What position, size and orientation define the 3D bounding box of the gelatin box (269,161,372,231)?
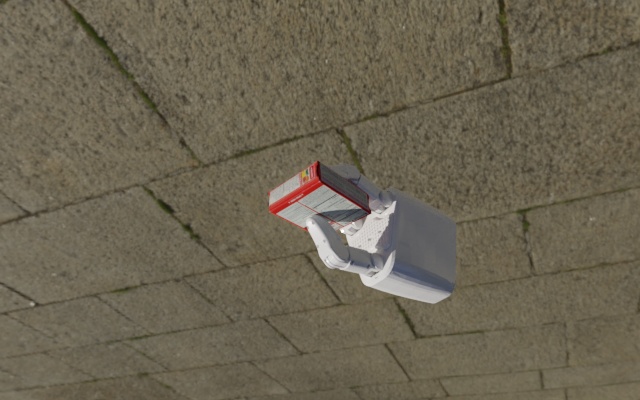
[{"bbox_3d":[0.000,0.002,0.518,0.073,0.030,0.089,-30,-41,31],"label":"gelatin box"}]
